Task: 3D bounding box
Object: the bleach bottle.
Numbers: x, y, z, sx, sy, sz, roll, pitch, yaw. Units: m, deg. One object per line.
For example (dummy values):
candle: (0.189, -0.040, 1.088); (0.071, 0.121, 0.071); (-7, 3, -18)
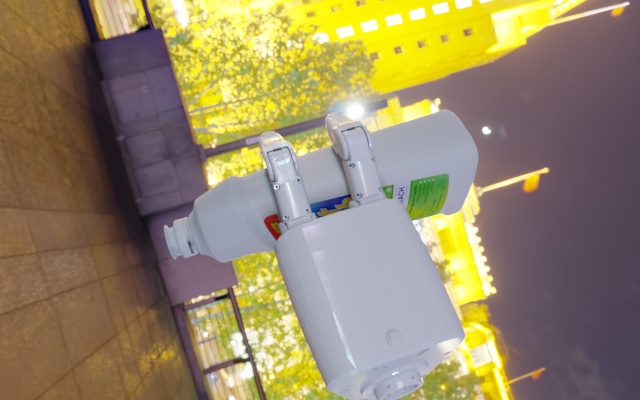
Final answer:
bleach bottle: (0.000, 0.001, 0.402); (0.251, 0.068, 0.103); (-17, -32, -9)
